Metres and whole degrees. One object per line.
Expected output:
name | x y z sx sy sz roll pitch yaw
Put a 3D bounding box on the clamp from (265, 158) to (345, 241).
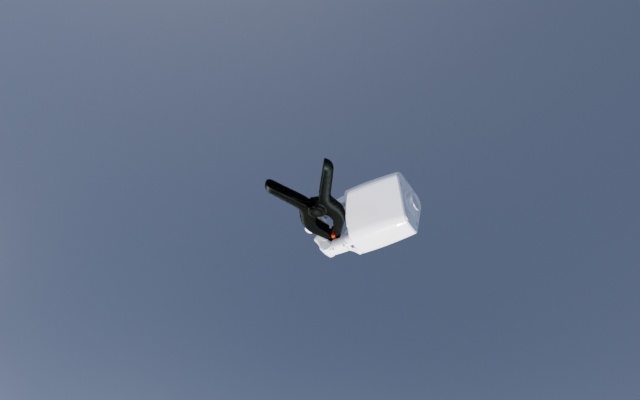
clamp | 0.000 0.003 0.812 0.120 0.039 0.171 -23 -51 27
